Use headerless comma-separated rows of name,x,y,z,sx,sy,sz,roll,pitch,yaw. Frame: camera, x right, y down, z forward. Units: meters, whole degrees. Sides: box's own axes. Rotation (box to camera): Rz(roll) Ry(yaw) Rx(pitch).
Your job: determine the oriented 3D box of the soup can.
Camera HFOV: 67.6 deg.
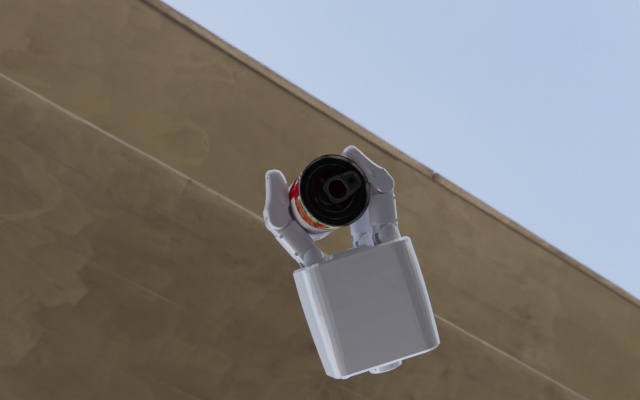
soup can,0.000,0.001,0.478,0.068,0.068,0.102,0,-13,-16
